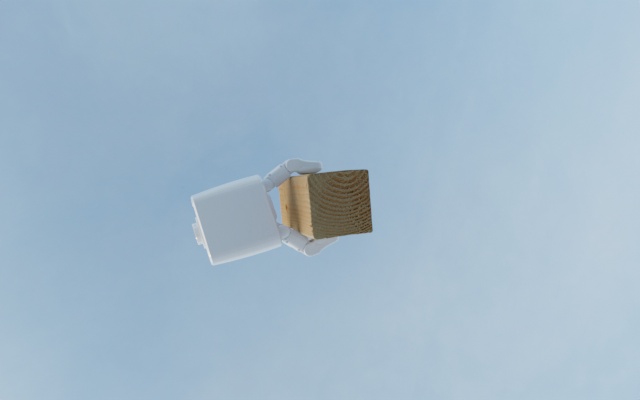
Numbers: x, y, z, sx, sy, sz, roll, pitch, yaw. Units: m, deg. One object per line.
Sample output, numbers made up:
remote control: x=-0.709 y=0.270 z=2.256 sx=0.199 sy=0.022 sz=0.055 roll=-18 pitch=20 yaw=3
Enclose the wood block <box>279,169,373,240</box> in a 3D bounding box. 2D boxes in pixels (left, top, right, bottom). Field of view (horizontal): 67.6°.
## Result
wood block: x=0.000 y=0.002 z=0.745 sx=0.090 sy=0.091 sz=0.206 roll=-6 pitch=3 yaw=-16
